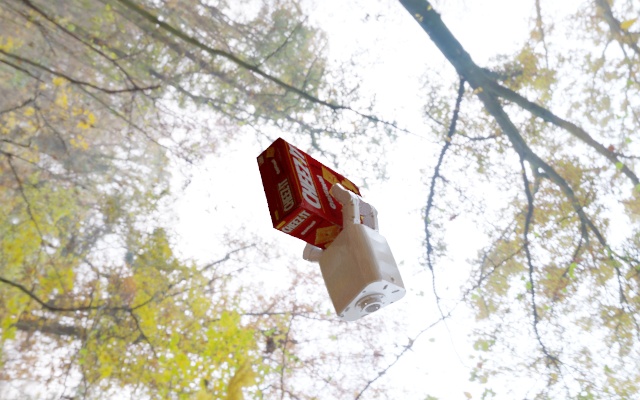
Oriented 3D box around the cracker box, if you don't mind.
[{"bbox_3d":[0.000,0.003,0.828,0.072,0.164,0.214,-40,-44,22],"label":"cracker box"}]
